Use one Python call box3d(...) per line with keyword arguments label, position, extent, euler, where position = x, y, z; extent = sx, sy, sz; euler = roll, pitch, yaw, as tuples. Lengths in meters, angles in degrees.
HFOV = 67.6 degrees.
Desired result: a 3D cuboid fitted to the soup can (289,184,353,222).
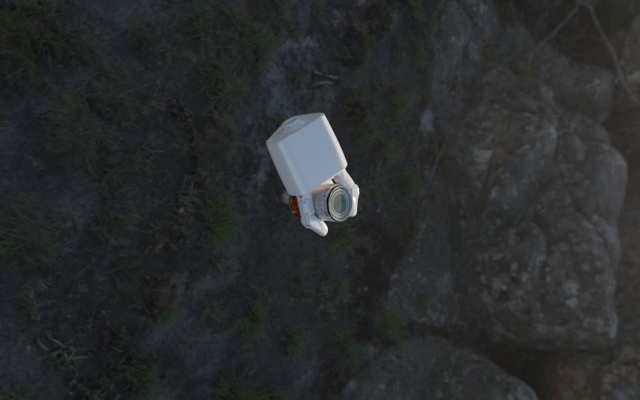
box3d(label="soup can", position=(0.000, 0.003, 0.881), extent=(0.102, 0.068, 0.068), euler=(3, 2, 44))
